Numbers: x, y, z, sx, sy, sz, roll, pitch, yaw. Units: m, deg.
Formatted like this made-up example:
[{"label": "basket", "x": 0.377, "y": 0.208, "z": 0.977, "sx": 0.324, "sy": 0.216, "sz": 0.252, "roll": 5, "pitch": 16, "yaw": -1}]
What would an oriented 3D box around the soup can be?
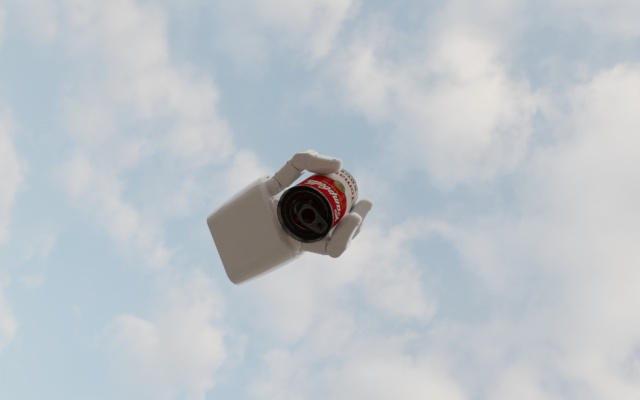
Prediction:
[{"label": "soup can", "x": 0.001, "y": 0.001, "z": 0.573, "sx": 0.068, "sy": 0.068, "sz": 0.102, "roll": 0, "pitch": 16, "yaw": 22}]
